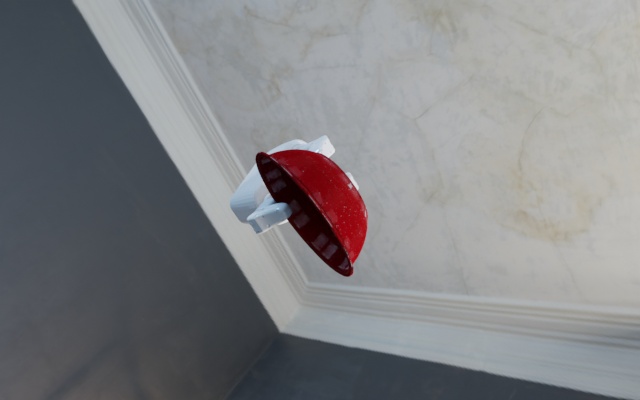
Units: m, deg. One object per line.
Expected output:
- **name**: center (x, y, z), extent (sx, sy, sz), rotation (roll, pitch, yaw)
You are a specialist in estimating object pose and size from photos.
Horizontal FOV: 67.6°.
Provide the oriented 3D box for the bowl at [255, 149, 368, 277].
- **bowl**: center (0.001, 0.002, 0.509), extent (0.055, 0.162, 0.162), rotation (-37, 10, -14)
